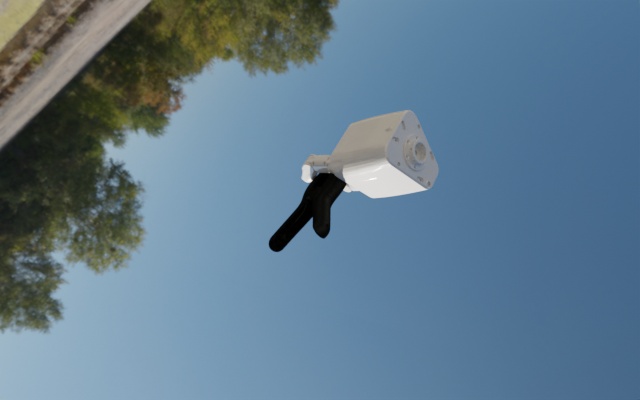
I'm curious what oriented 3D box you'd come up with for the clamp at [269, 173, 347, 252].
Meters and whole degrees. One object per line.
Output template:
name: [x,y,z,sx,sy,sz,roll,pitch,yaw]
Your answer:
clamp: [0.000,0.003,0.692,0.120,0.171,0.039,-6,-45,50]
